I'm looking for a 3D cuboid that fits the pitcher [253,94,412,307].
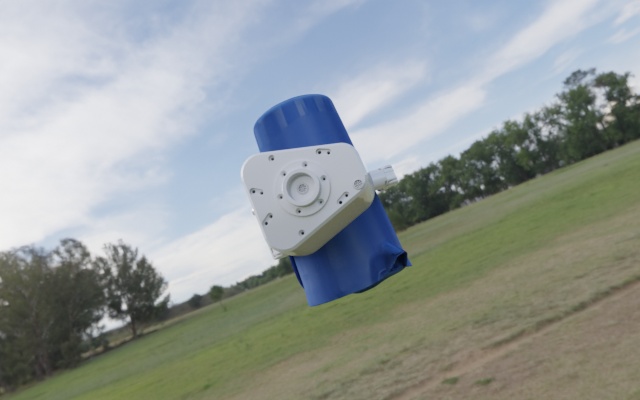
[{"bbox_3d":[0.000,0.002,0.599,0.149,0.243,0.145,-22,-8,5],"label":"pitcher"}]
